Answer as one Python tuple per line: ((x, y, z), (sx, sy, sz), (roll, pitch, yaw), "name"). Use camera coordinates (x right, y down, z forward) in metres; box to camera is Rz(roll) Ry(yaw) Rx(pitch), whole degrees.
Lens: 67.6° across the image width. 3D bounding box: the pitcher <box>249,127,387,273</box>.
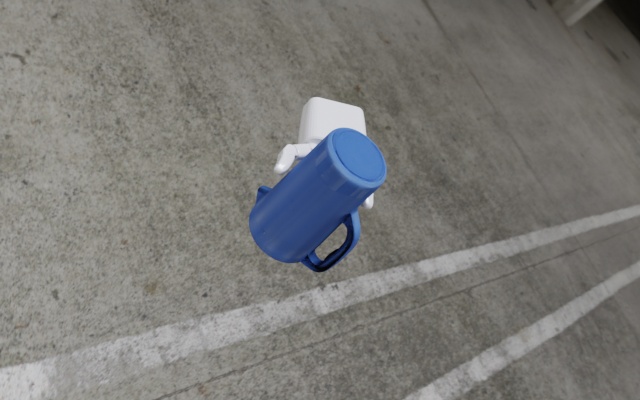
((0.000, 0.002, 0.770), (0.149, 0.145, 0.243), (23, -42, -23), "pitcher")
